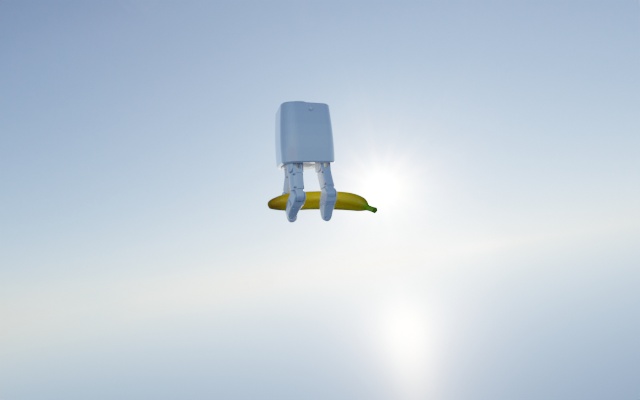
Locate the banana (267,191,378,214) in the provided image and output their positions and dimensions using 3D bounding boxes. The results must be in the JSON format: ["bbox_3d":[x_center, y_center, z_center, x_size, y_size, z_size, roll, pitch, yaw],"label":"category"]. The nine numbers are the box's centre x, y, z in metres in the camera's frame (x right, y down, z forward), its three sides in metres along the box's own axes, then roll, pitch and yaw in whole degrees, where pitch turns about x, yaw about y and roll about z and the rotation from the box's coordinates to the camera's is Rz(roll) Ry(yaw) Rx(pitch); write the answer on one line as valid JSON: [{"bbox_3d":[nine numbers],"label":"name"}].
[{"bbox_3d":[0.002,0.001,0.878,0.198,0.037,0.069,1,5,-6],"label":"banana"}]
